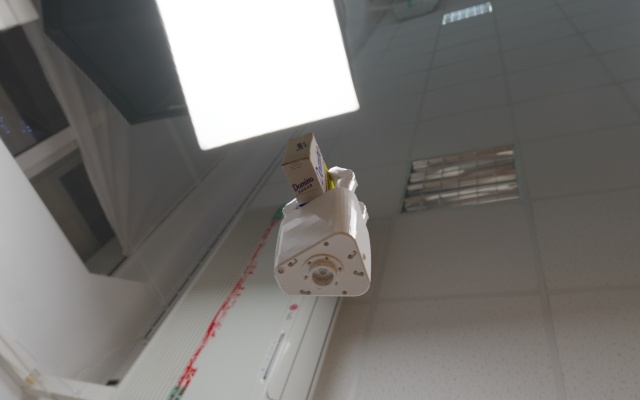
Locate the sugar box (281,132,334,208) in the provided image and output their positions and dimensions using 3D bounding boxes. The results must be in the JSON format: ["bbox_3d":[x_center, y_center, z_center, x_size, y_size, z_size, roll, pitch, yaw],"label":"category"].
[{"bbox_3d":[0.001,0.002,0.671,0.048,0.176,0.093,-15,27,10],"label":"sugar box"}]
